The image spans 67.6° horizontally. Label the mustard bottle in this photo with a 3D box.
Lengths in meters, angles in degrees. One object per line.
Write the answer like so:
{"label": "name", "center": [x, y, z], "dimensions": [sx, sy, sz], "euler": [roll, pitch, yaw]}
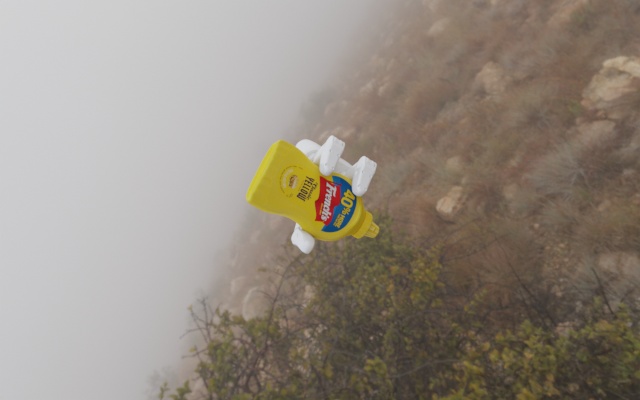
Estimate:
{"label": "mustard bottle", "center": [0.000, 0.002, 0.665], "dimensions": [0.192, 0.096, 0.058], "euler": [29, -15, -17]}
